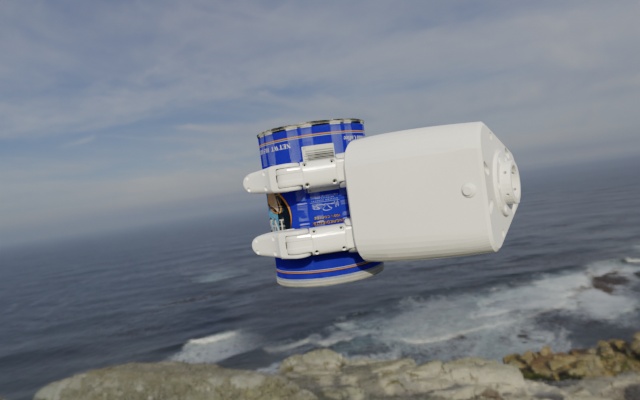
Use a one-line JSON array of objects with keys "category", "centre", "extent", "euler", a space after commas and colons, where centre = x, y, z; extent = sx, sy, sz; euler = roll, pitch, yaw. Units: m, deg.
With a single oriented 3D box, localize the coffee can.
[{"category": "coffee can", "centre": [0.000, 0.002, 0.453], "extent": [0.103, 0.140, 0.103], "euler": [-8, 2, 0]}]
